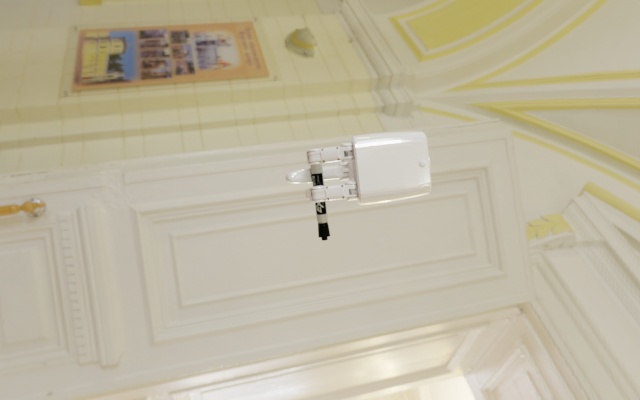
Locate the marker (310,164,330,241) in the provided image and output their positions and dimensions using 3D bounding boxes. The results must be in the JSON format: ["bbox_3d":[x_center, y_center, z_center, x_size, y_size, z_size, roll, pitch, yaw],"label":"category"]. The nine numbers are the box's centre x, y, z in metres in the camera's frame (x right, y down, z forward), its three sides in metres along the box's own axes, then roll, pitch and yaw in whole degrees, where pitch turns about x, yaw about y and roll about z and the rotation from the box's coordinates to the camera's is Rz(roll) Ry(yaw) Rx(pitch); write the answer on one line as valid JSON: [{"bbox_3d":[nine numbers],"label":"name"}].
[{"bbox_3d":[0.000,0.002,0.743,0.020,0.121,0.020,-6,5,1],"label":"marker"}]
